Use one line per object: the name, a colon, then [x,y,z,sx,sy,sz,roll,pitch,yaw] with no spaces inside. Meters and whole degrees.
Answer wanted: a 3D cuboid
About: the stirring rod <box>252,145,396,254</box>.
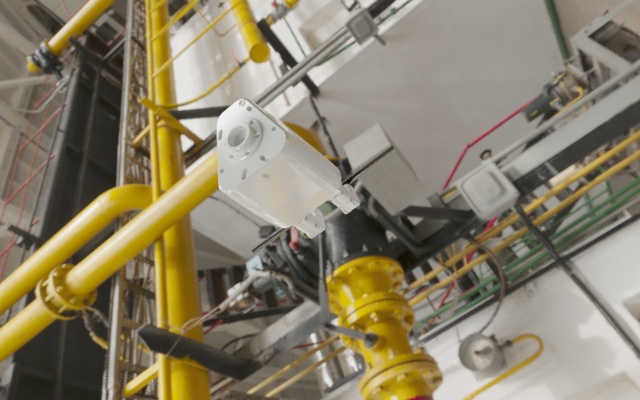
stirring rod: [0.000,0.002,0.639,0.239,0.011,0.011,-37,-10,14]
